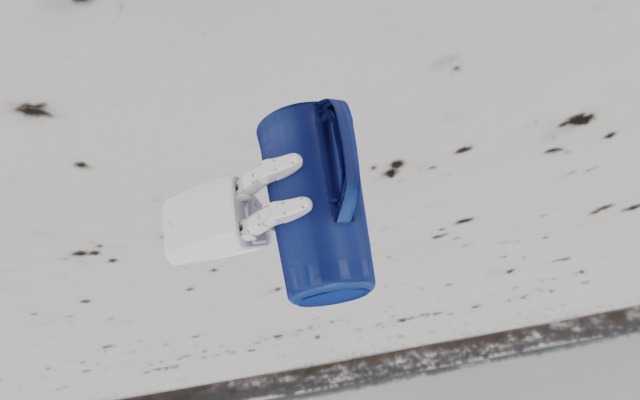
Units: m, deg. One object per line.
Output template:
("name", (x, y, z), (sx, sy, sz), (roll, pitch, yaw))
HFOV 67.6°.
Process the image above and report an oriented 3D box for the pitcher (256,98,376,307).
("pitcher", (0.000, 0.002, 0.604), (0.145, 0.242, 0.149), (-16, -22, 15))
